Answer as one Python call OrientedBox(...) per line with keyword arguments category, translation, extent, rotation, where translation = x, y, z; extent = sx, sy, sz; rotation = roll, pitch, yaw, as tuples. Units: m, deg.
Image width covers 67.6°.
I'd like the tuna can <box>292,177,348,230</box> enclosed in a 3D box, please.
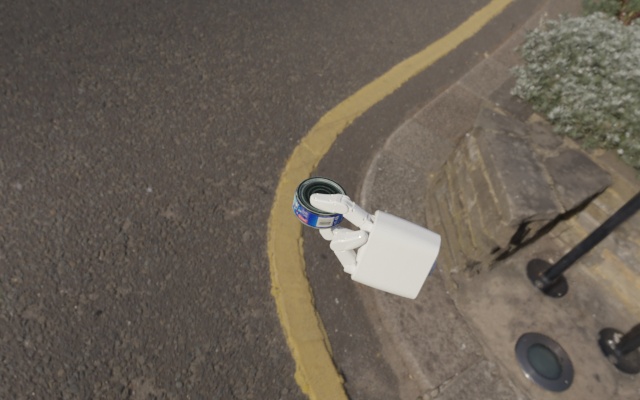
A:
OrientedBox(category="tuna can", translation=(0.000, 0.002, 0.753), extent=(0.086, 0.086, 0.034), rotation=(0, -43, -14))
